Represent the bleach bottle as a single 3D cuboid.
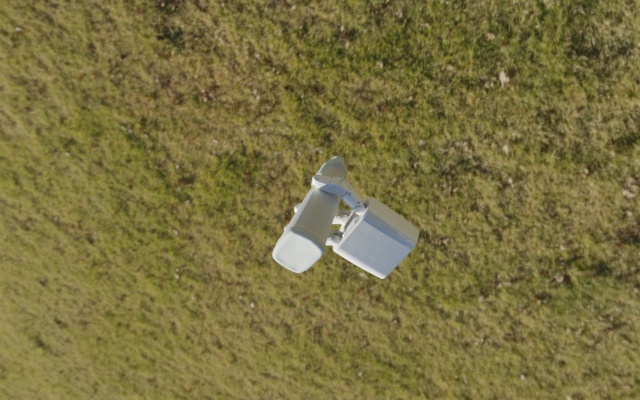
[{"bbox_3d":[0.000,0.003,0.832,0.068,0.250,0.103,33,-44,-8],"label":"bleach bottle"}]
